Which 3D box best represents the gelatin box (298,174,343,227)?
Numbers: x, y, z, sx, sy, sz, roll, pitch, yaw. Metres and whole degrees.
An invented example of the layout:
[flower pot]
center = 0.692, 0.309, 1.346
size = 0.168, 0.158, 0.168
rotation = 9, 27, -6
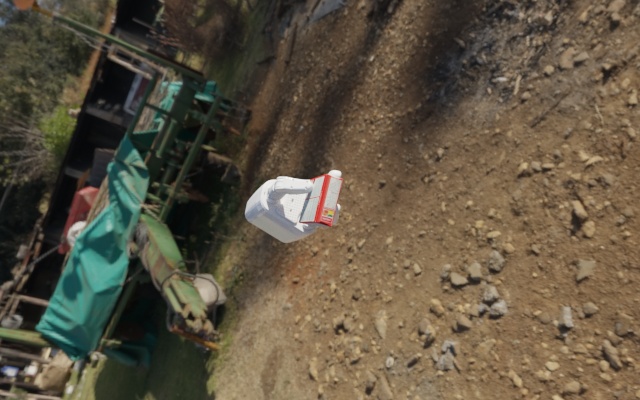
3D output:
[gelatin box]
center = 0.000, 0.002, 0.726
size = 0.030, 0.073, 0.089
rotation = 16, -8, -16
